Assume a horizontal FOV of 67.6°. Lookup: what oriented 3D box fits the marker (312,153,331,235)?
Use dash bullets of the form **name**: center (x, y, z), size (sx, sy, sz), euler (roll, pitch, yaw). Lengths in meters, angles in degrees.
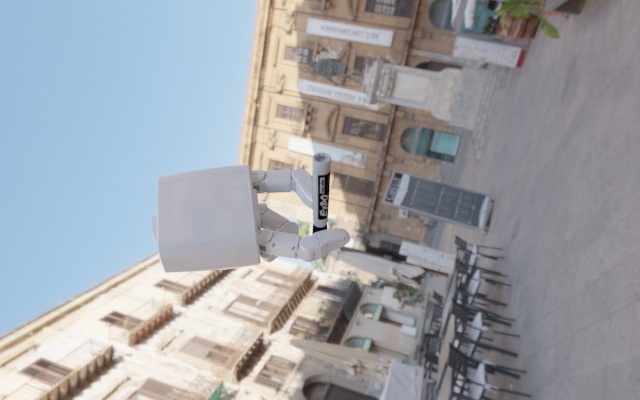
- **marker**: center (0.000, 0.002, 0.514), size (0.020, 0.121, 0.020), euler (1, 43, -1)
